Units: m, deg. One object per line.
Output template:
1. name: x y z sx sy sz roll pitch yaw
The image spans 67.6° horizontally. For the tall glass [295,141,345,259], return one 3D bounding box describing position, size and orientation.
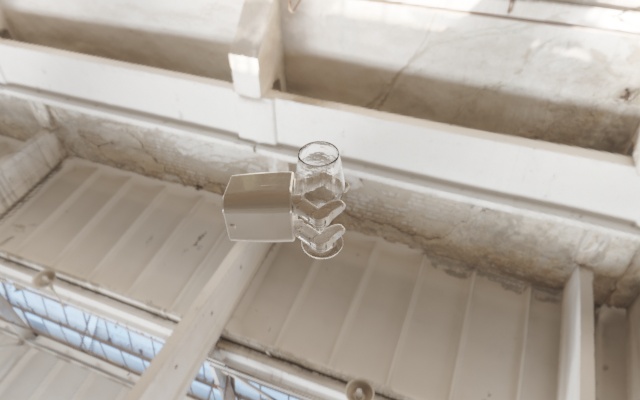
1. tall glass: 0.000 0.003 0.775 0.079 0.201 0.079 -1 43 1
